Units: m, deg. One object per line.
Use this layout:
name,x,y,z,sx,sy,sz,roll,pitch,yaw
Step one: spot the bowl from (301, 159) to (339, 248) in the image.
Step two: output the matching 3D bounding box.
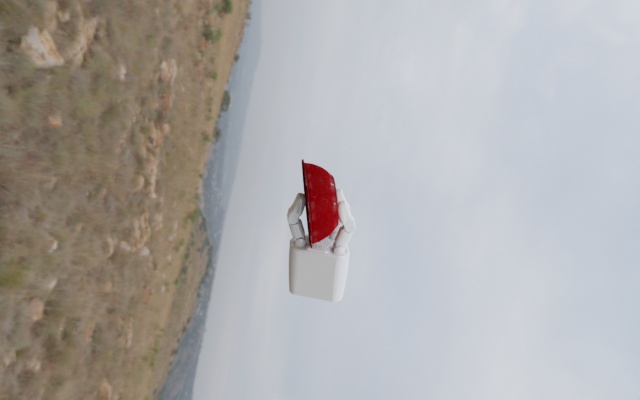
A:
bowl,0.001,0.002,0.863,0.055,0.162,0.162,-6,0,-3
